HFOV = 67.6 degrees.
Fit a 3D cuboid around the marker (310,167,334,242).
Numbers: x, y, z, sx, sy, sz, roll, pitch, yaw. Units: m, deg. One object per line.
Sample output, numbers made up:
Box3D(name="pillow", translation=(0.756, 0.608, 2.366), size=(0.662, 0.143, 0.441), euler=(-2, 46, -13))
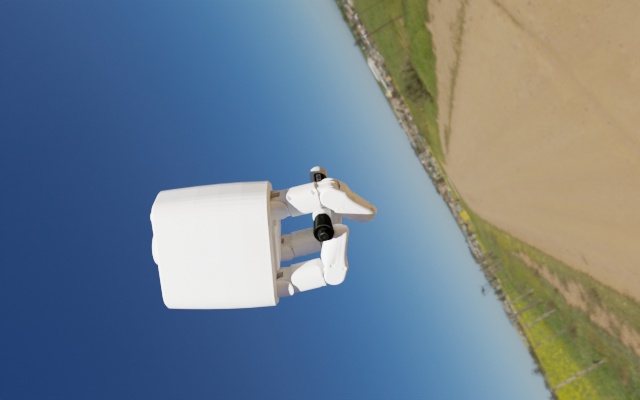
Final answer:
Box3D(name="marker", translation=(0.000, 0.002, 0.465), size=(0.020, 0.020, 0.121), euler=(0, 30, -3))
